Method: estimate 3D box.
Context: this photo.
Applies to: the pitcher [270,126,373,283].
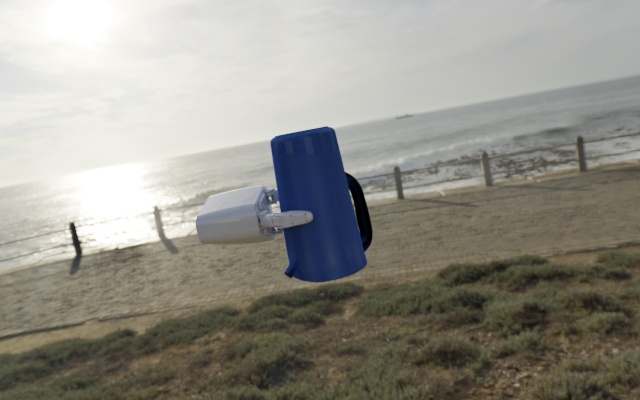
[{"bbox_3d":[0.000,0.003,0.798,0.145,0.243,0.149,-9,8,10],"label":"pitcher"}]
